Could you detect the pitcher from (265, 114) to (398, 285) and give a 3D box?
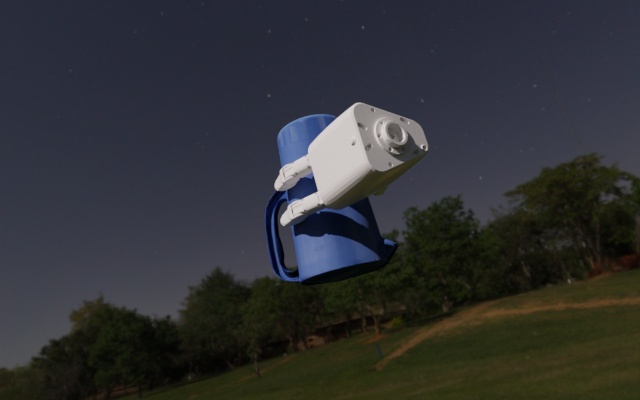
[{"bbox_3d":[0.000,0.002,0.720,0.149,0.242,0.145,-4,-19,-29],"label":"pitcher"}]
